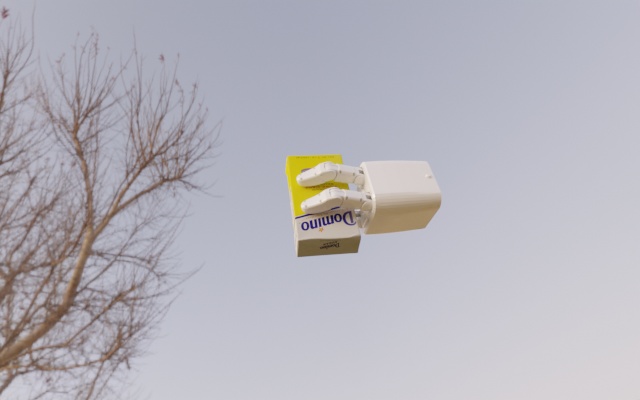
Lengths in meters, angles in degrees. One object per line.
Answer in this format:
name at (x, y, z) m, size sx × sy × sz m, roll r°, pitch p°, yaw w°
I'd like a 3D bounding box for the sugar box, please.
sugar box at (0.000, 0.002, 0.732) m, size 0.093 × 0.048 × 0.176 m, roll -4°, pitch 45°, yaw -9°
